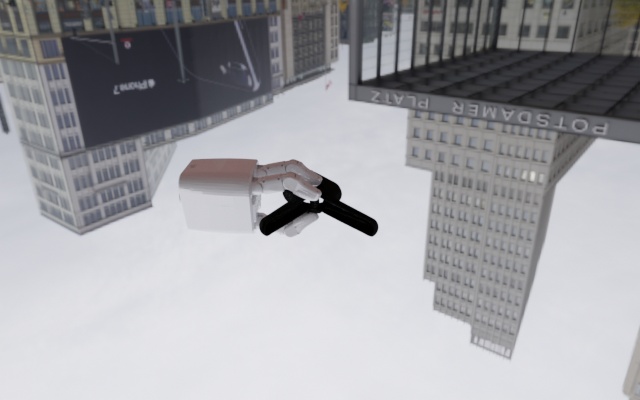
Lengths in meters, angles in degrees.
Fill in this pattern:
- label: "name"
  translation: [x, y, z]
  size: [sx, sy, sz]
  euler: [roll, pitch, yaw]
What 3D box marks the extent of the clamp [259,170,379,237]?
- label: "clamp"
  translation: [0.000, 0.003, 0.735]
  size: [0.164, 0.036, 0.210]
  euler: [5, 24, -1]
